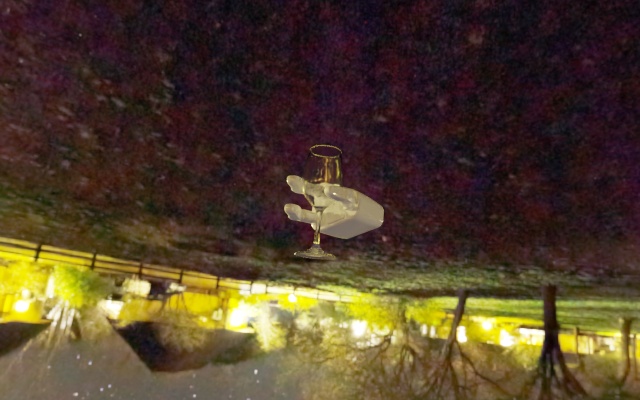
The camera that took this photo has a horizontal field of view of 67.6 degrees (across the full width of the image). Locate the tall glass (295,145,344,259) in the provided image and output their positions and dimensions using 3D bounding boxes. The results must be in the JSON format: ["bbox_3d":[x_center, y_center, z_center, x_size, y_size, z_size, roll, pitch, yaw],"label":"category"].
[{"bbox_3d":[0.000,0.003,0.875,0.079,0.201,0.079,5,-14,1],"label":"tall glass"}]
